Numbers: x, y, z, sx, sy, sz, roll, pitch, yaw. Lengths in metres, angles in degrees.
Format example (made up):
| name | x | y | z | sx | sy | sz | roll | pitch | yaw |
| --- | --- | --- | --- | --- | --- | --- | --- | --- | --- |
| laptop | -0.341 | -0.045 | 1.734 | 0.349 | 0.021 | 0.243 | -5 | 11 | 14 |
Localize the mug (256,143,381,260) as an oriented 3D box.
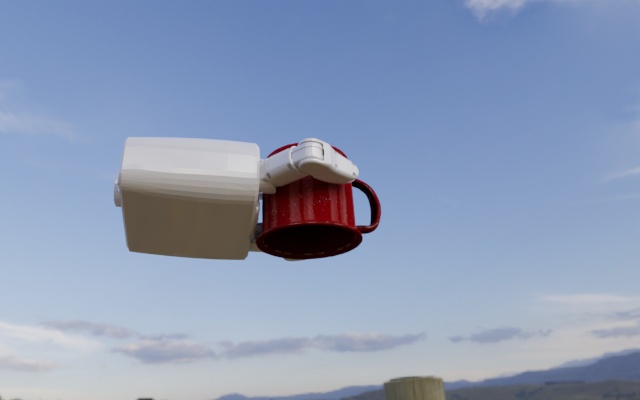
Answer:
| name | x | y | z | sx | sy | sz | roll | pitch | yaw |
| --- | --- | --- | --- | --- | --- | --- | --- | --- | --- |
| mug | 0.001 | 0.001 | 0.435 | 0.117 | 0.081 | 0.093 | 4 | -25 | -15 |
